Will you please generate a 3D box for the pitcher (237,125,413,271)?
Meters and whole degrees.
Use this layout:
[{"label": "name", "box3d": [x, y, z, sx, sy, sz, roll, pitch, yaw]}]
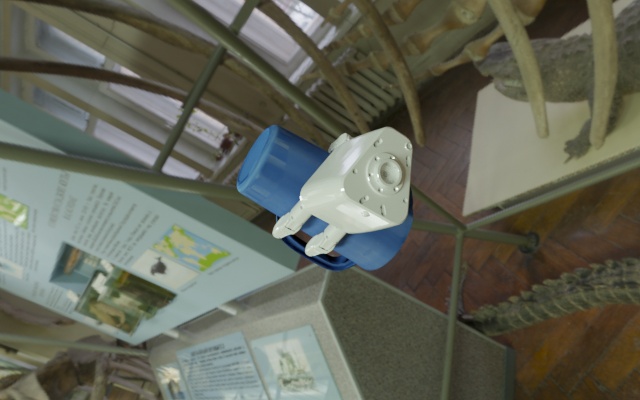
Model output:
[{"label": "pitcher", "box3d": [0.000, 0.002, 0.702, 0.243, 0.149, 0.145, 29, -18, -20]}]
